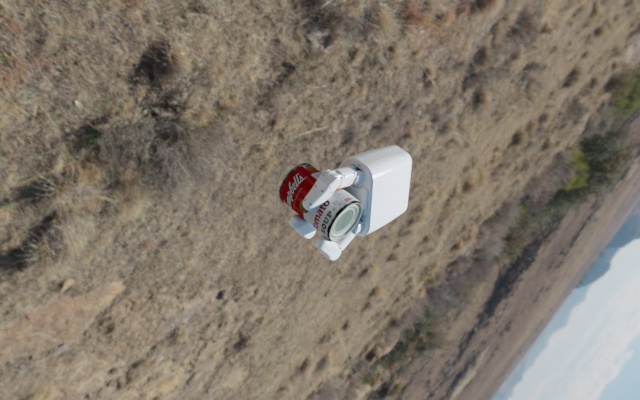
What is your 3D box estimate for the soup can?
[{"bbox_3d":[0.000,0.002,0.668,0.102,0.068,0.068,39,21,28],"label":"soup can"}]
